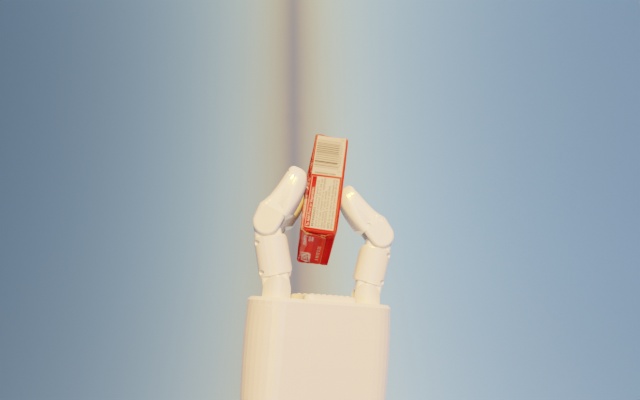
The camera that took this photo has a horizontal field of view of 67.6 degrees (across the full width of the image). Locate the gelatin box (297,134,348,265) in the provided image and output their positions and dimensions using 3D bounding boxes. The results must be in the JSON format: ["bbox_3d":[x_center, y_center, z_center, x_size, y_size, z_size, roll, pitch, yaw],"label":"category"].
[{"bbox_3d":[0.001,0.001,0.402,0.030,0.089,0.073,9,-25,-1],"label":"gelatin box"}]
